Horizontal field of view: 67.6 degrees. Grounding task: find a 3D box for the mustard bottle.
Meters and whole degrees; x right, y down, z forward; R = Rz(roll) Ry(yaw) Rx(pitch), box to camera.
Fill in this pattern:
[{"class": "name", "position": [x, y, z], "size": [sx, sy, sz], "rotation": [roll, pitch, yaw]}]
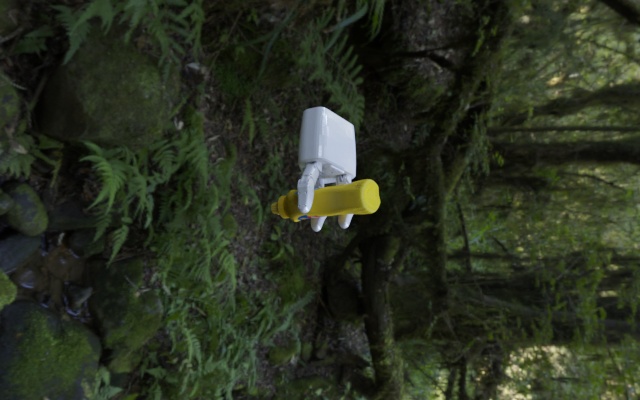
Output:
[{"class": "mustard bottle", "position": [0.000, 0.003, 0.831], "size": [0.191, 0.058, 0.096], "rotation": [-7, 3, 23]}]
